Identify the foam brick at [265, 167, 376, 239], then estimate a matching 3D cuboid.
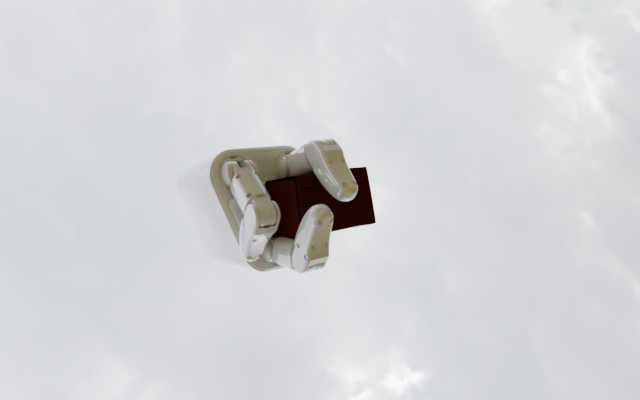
[{"bbox_3d":[0.000,0.001,0.419,0.078,0.053,0.051,-9,1,-34],"label":"foam brick"}]
